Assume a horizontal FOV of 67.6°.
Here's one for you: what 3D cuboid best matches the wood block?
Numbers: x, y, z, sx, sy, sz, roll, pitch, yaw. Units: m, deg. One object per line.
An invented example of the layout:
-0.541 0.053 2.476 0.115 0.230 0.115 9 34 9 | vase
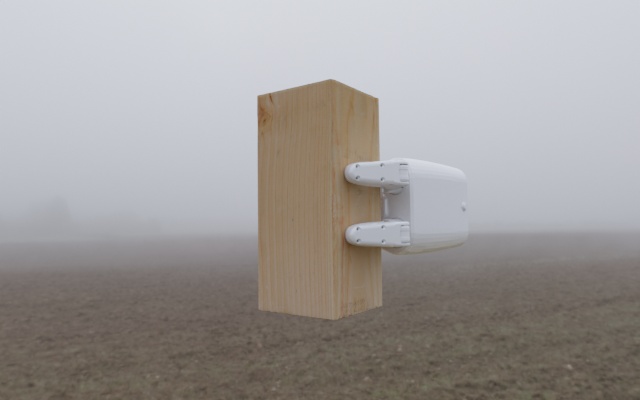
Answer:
0.000 0.001 0.465 0.091 0.206 0.090 -3 -3 36 | wood block
